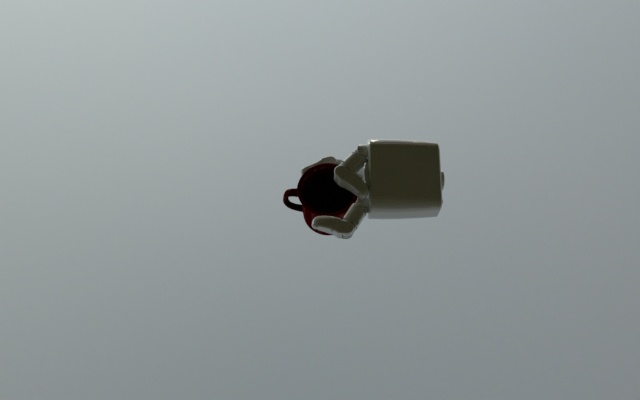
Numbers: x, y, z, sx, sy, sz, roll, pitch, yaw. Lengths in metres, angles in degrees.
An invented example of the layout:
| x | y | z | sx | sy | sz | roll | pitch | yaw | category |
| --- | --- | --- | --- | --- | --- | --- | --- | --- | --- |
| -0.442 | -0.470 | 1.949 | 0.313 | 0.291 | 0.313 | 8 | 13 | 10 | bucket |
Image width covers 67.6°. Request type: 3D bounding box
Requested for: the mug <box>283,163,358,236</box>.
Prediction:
| x | y | z | sx | sy | sz | roll | pitch | yaw | category |
| --- | --- | --- | --- | --- | --- | --- | --- | --- | --- |
| -0.001 | 0.003 | 0.742 | 0.117 | 0.093 | 0.081 | 1 | -30 | 1 | mug |
